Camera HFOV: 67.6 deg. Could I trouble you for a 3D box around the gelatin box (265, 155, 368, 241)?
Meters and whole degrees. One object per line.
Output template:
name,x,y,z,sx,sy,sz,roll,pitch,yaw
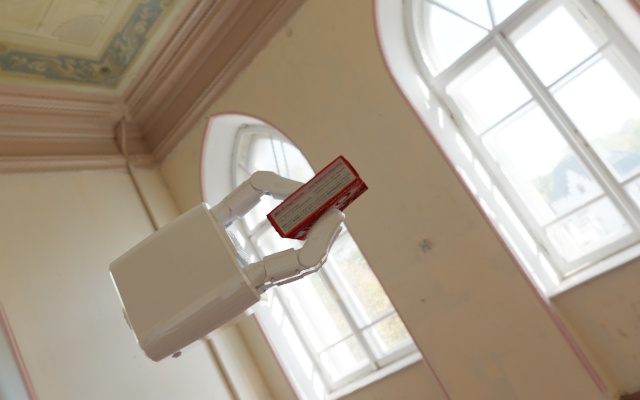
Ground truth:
gelatin box,0.000,0.001,0.449,0.089,0.030,0.073,-39,-13,5
